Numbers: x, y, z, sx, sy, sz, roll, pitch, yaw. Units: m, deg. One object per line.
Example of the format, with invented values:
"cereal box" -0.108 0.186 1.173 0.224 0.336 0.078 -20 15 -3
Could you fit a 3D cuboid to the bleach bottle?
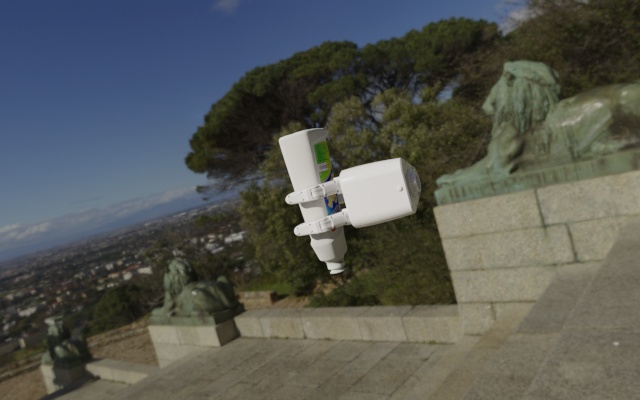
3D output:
"bleach bottle" 0.000 0.003 0.841 0.068 0.251 0.102 -14 5 23
